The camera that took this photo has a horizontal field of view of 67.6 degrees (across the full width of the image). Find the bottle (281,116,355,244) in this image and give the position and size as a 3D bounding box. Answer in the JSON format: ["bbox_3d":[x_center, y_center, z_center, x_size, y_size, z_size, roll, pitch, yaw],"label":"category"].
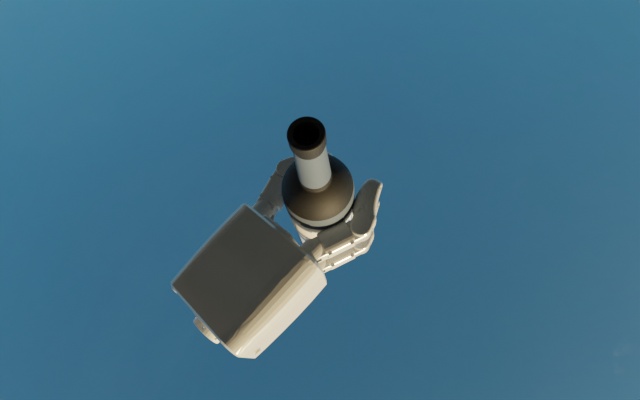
[{"bbox_3d":[0.000,0.002,0.469,0.069,0.069,0.296,0,-19,4],"label":"bottle"}]
